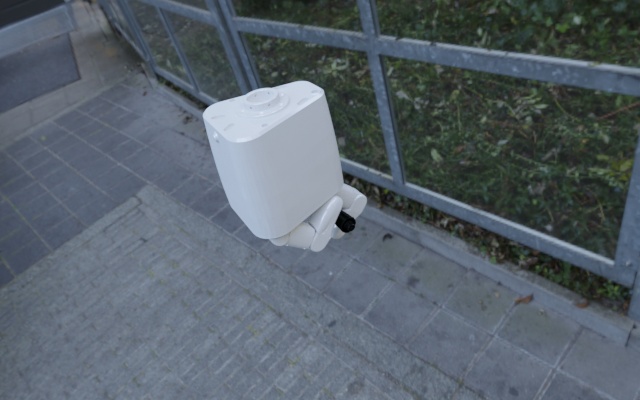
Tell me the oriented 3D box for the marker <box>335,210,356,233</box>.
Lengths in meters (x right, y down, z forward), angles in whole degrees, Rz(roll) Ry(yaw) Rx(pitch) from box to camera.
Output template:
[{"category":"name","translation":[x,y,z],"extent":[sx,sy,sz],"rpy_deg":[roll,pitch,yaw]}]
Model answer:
[{"category":"marker","translation":[0.000,0.002,0.534],"extent":[0.020,0.020,0.121],"rpy_deg":[0,26,-36]}]
